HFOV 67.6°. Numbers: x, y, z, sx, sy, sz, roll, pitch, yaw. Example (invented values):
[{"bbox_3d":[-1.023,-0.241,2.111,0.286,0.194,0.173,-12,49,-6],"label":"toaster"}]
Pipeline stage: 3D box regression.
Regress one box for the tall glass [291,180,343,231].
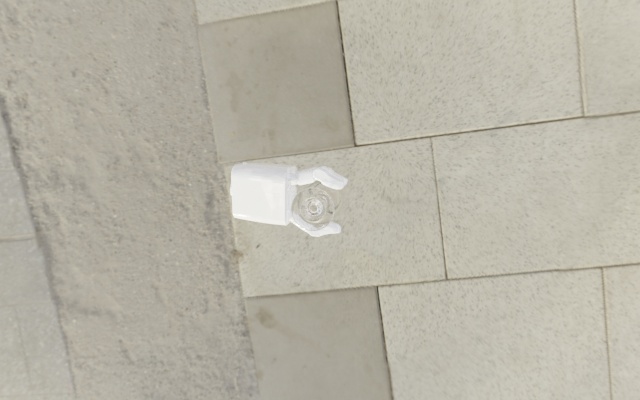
[{"bbox_3d":[0.000,0.003,0.899,0.079,0.079,0.201,0,7,8],"label":"tall glass"}]
